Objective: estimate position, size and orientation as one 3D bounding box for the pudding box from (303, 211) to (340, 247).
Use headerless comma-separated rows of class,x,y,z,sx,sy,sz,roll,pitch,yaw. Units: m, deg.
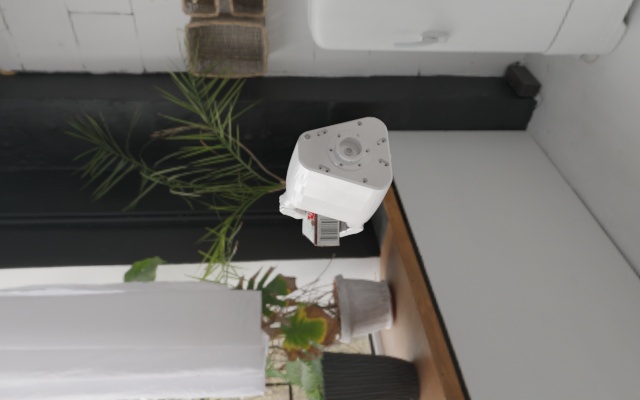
pudding box,0.000,0.002,0.679,0.039,0.113,0.090,1,6,-12
